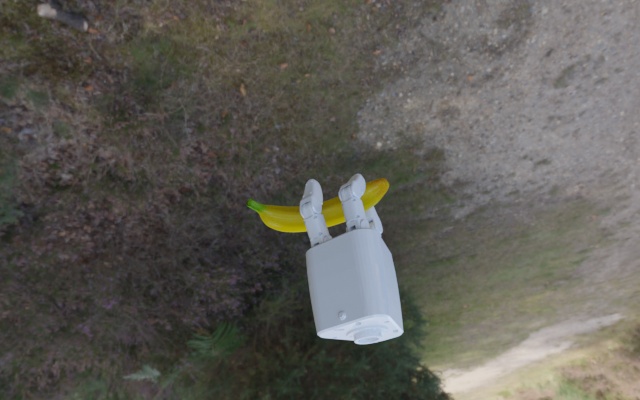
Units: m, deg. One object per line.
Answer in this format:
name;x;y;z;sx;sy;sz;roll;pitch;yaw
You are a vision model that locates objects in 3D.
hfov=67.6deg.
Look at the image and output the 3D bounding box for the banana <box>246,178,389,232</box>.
banana;0.001;0.012;0.666;0.198;0.037;0.070;-10;-33;9
